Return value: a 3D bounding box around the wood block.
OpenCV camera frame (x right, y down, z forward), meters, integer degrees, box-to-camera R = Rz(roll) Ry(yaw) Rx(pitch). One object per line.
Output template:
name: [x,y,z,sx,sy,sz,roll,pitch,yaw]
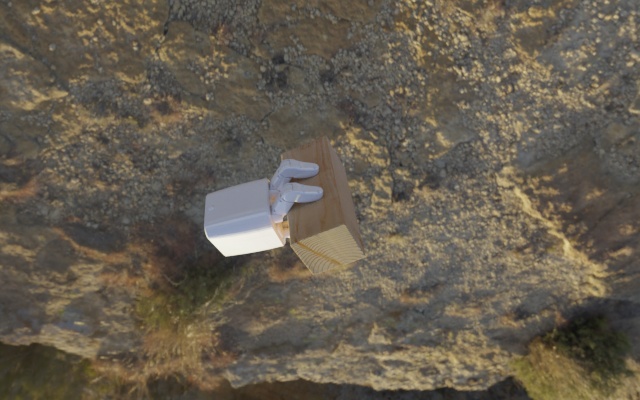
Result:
wood block: [0.000,0.003,0.778,0.090,0.206,0.091,-21,-46,12]
